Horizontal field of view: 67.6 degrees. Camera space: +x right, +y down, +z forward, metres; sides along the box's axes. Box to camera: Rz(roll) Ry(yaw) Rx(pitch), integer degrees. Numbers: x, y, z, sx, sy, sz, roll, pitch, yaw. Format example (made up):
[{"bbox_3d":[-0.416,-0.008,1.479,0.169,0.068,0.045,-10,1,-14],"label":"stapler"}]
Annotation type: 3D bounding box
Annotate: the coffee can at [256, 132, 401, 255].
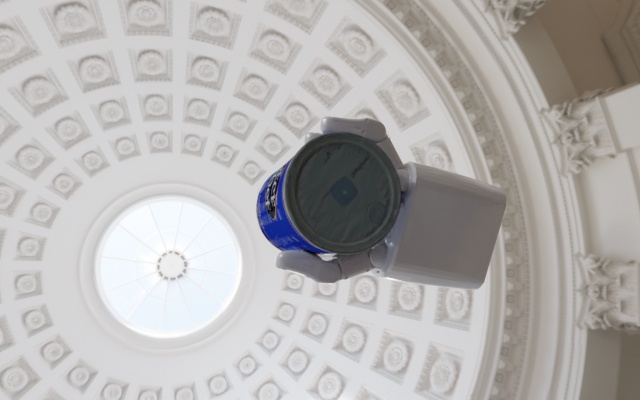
[{"bbox_3d":[0.000,0.002,0.458,0.103,0.103,0.140,0,-7,-17],"label":"coffee can"}]
